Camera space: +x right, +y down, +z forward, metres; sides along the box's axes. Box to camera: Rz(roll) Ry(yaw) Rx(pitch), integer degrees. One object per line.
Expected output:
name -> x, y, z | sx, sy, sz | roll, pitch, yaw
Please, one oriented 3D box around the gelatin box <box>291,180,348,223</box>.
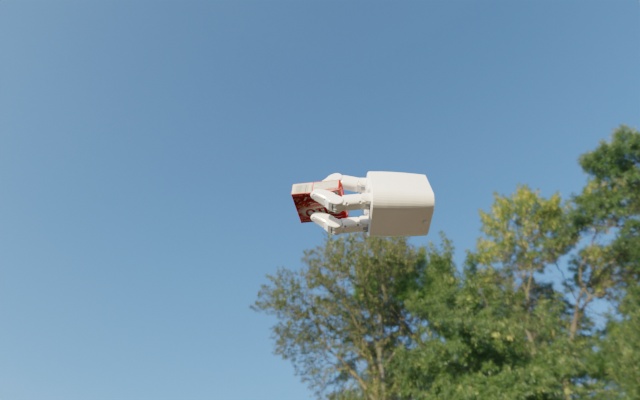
gelatin box -> 0.000, 0.002, 0.844 | 0.089, 0.073, 0.030 | -5, 43, 13
